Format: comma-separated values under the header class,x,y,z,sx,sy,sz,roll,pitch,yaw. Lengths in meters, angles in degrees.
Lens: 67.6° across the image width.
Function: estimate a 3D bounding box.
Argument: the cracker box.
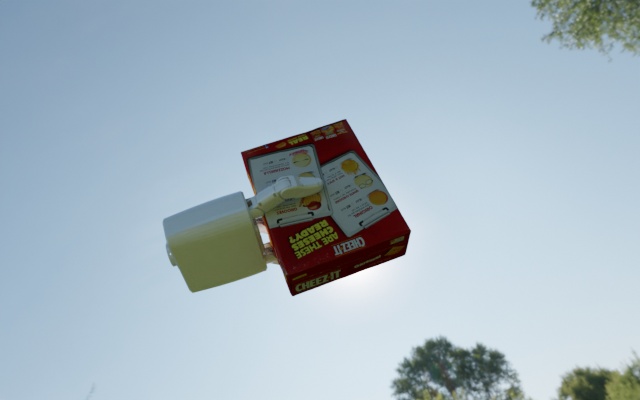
class,x,y,z,sx,sy,sz,roll,pitch,yaw
cracker box,0.000,0.002,0.650,0.164,0.213,0.072,-19,-35,-9
